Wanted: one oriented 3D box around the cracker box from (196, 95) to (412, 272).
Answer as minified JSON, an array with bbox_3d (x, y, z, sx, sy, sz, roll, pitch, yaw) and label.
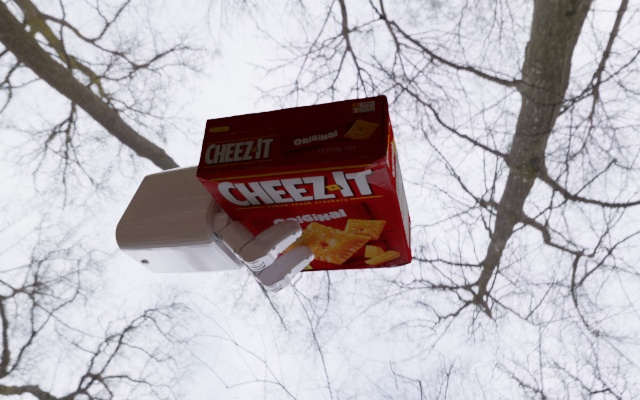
[{"bbox_3d":[0.000,0.001,0.478,0.164,0.072,0.214,-5,-31,14],"label":"cracker box"}]
